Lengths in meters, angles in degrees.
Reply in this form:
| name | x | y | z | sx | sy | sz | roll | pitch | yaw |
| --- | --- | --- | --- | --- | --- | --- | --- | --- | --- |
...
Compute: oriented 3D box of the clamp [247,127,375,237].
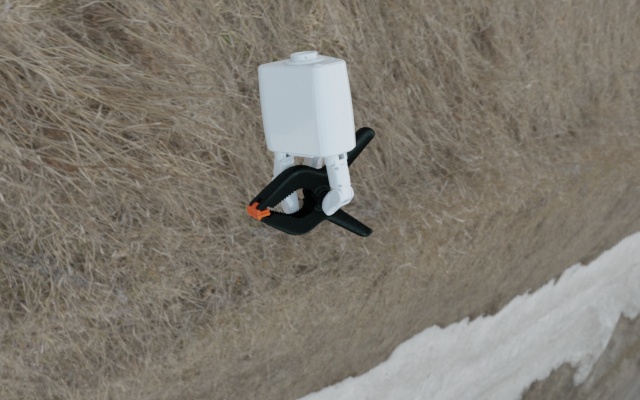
| name | x | y | z | sx | sy | sz | roll | pitch | yaw |
| --- | --- | --- | --- | --- | --- | --- | --- | --- | --- |
| clamp | 0.000 | 0.002 | 0.650 | 0.210 | 0.165 | 0.036 | -22 | 26 | -32 |
